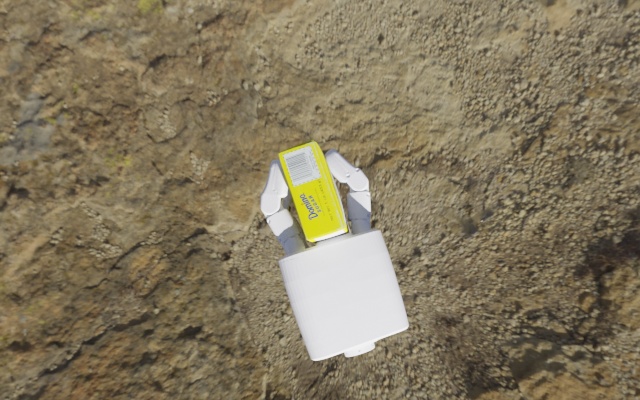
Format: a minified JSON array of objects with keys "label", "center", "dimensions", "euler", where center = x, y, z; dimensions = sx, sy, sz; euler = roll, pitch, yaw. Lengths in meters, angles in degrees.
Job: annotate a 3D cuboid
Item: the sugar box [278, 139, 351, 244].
[{"label":"sugar box","center":[0.000,0.002,0.536],"dimensions":[0.048,0.093,0.176],"euler":[-18,-10,1]}]
